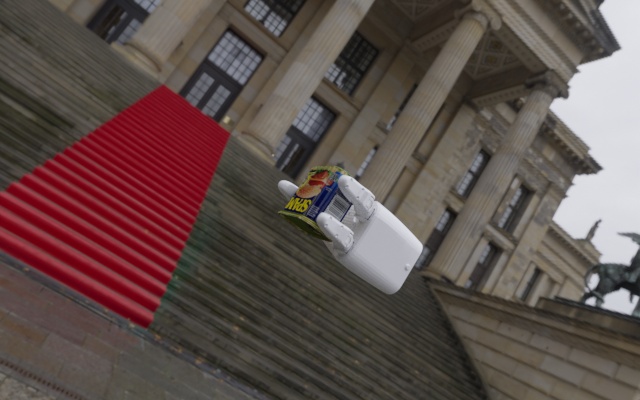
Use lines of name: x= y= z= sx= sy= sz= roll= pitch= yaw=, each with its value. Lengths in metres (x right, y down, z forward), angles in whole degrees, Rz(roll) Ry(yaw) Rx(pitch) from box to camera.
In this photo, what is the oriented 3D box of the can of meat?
can of meat: x=0.000 y=0.002 z=0.644 sx=0.057 sy=0.084 sz=0.102 roll=39 pitch=-12 yaw=-22
